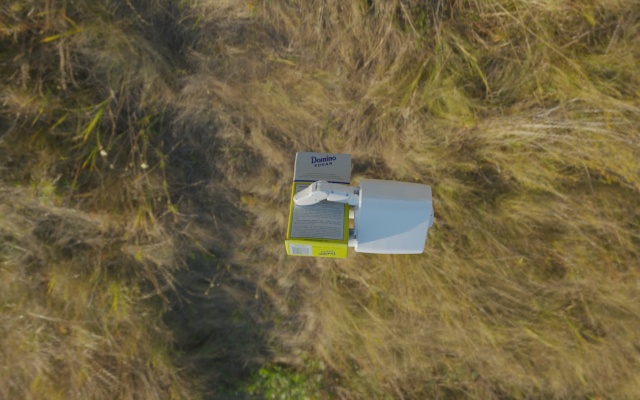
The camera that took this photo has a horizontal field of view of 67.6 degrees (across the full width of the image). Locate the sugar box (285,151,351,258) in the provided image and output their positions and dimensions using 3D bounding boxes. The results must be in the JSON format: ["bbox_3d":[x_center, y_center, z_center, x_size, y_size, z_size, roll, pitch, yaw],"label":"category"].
[{"bbox_3d":[0.000,0.003,0.753,0.093,0.176,0.048,4,-38,2],"label":"sugar box"}]
